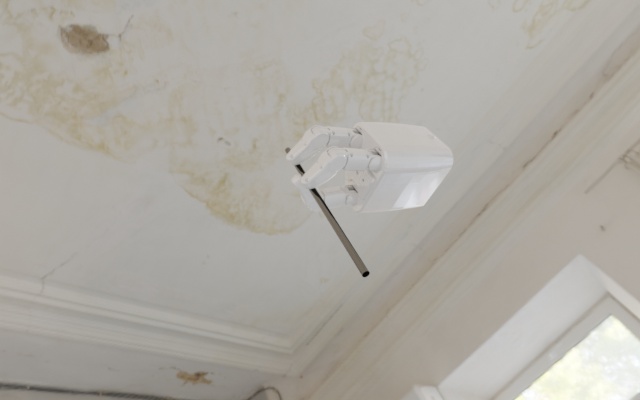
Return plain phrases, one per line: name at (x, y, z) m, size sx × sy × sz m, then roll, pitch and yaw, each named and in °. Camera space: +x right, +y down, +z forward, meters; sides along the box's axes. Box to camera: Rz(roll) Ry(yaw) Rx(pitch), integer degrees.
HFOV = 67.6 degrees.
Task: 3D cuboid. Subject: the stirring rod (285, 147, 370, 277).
stirring rod at (0.000, 0.002, 0.544) m, size 0.011 × 0.011 × 0.239 m, roll 0°, pitch 35°, yaw -26°
